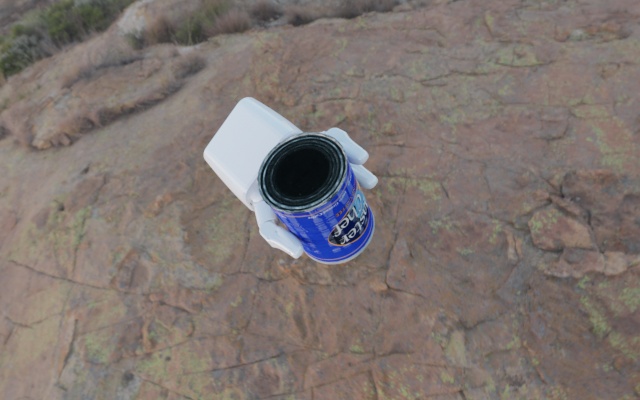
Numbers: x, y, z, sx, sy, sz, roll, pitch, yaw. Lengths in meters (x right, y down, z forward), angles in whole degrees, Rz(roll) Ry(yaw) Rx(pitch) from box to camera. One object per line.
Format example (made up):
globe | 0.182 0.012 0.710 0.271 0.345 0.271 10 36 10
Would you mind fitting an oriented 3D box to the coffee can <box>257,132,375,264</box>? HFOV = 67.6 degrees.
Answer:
coffee can | 0.000 0.002 0.564 0.103 0.102 0.140 0 -29 19
